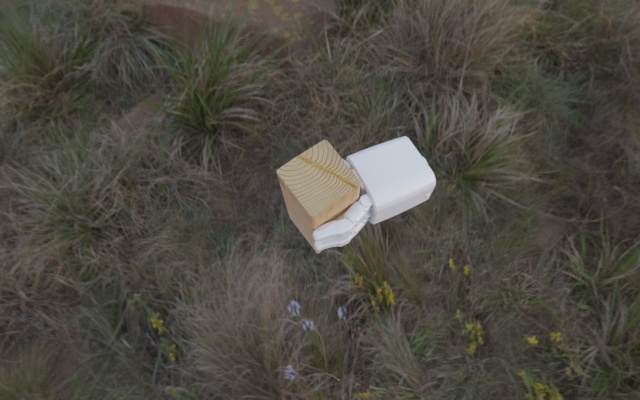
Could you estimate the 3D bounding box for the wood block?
[{"bbox_3d":[0.000,0.002,0.770,0.090,0.090,0.206,-34,-18,-10],"label":"wood block"}]
